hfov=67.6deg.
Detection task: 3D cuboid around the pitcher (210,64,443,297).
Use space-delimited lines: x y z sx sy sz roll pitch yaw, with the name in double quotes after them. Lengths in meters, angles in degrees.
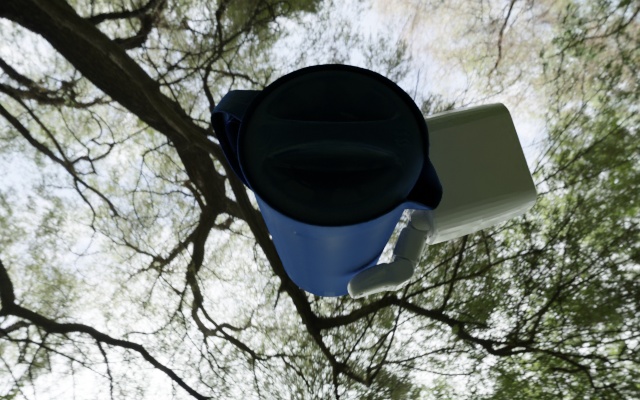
0.000 0.001 0.433 0.145 0.149 0.243 -17 -25 -8 "pitcher"
